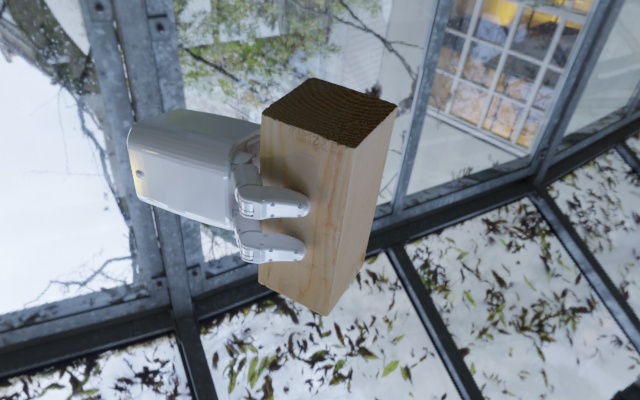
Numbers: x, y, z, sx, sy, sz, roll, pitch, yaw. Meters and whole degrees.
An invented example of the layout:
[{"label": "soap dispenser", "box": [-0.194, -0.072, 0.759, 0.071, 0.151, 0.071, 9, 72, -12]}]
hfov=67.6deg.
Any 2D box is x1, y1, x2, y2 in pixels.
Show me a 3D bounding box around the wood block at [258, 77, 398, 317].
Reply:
[{"label": "wood block", "box": [0.000, 0.001, 0.466, 0.090, 0.206, 0.090, 23, 42, 18]}]
